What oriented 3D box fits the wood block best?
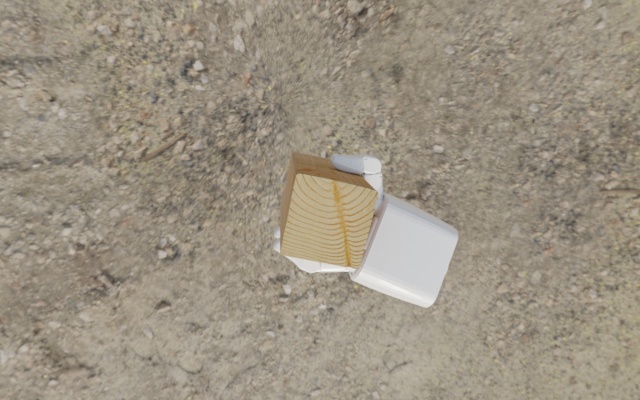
[{"bbox_3d":[0.001,0.002,0.596,0.090,0.091,0.206,12,10,-7],"label":"wood block"}]
